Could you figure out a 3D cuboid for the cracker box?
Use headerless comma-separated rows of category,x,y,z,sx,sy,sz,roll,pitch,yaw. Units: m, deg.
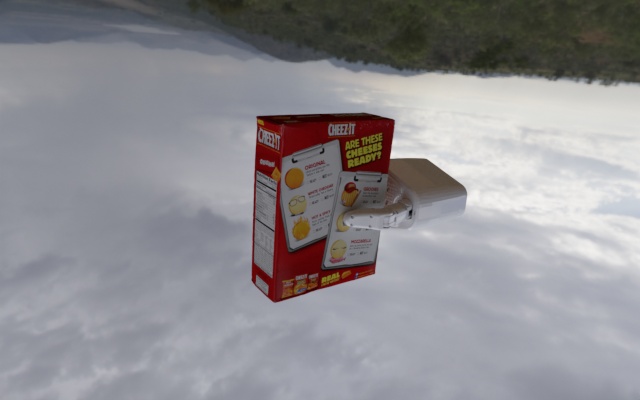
cracker box,0.000,0.002,0.594,0.164,0.214,0.072,-9,22,-35
